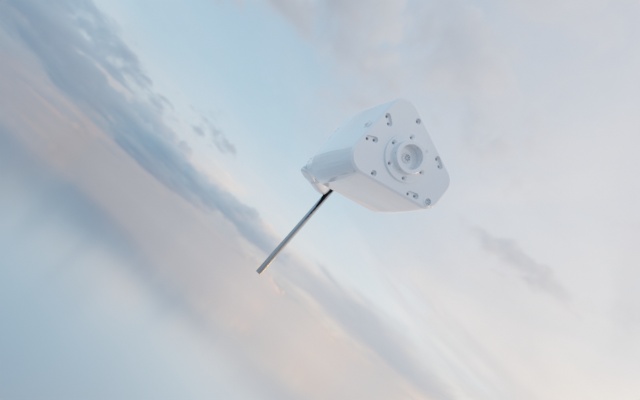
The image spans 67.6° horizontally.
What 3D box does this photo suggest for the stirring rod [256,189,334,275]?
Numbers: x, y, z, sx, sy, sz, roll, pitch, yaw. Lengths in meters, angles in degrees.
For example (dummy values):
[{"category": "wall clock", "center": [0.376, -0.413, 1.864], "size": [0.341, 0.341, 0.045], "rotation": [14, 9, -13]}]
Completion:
[{"category": "stirring rod", "center": [0.000, 0.002, 0.619], "size": [0.011, 0.239, 0.011], "rotation": [38, -14, 12]}]
